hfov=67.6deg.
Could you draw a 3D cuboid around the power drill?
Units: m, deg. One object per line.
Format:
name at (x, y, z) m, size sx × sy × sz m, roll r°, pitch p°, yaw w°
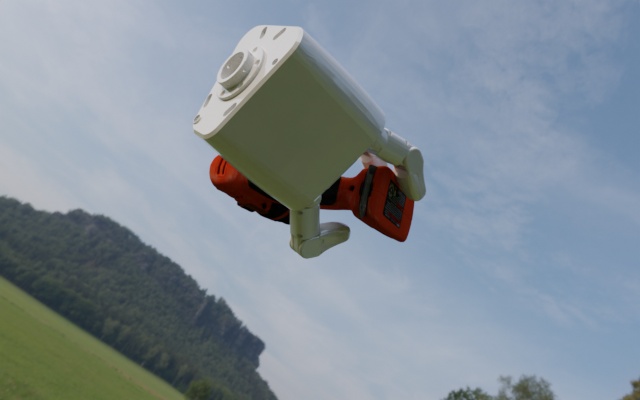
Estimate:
power drill at (0.000, 0.002, 0.515) m, size 0.187 × 0.057 × 0.184 m, roll 6°, pitch -13°, yaw 28°
